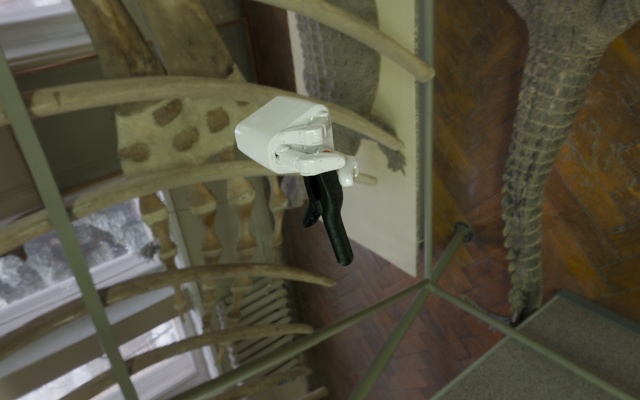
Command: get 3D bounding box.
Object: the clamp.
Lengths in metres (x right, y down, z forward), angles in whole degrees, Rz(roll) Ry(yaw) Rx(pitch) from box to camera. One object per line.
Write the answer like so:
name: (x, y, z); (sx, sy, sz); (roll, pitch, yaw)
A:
clamp: (0.000, 0.002, 0.689); (0.039, 0.172, 0.120); (-25, 33, -29)
